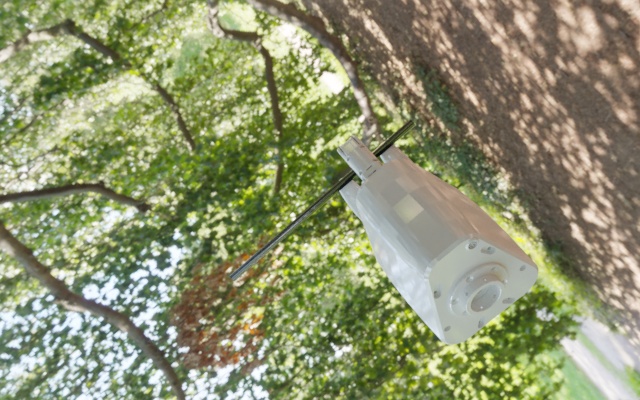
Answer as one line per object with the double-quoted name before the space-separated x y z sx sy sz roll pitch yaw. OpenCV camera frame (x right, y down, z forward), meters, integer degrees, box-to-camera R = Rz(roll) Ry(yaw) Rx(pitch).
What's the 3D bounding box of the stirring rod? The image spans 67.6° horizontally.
"stirring rod" 0.000 0.002 0.480 0.239 0.011 0.011 -41 -5 5
